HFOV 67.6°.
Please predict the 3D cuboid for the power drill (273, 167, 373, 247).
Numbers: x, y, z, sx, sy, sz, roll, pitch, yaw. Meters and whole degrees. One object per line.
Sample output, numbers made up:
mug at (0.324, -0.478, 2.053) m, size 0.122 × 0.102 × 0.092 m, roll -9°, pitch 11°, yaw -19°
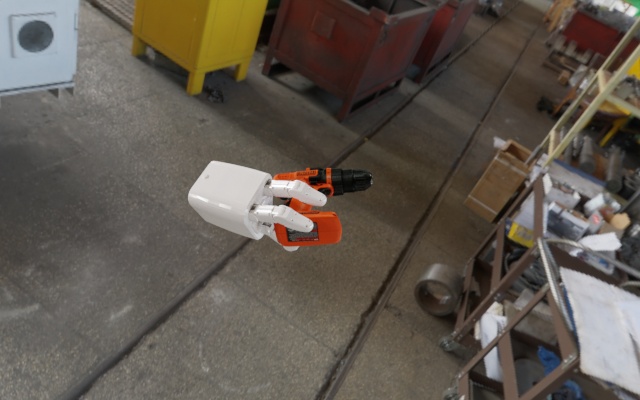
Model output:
power drill at (0.000, 0.003, 0.814) m, size 0.184 × 0.057 × 0.187 m, roll -6°, pitch 28°, yaw 7°
